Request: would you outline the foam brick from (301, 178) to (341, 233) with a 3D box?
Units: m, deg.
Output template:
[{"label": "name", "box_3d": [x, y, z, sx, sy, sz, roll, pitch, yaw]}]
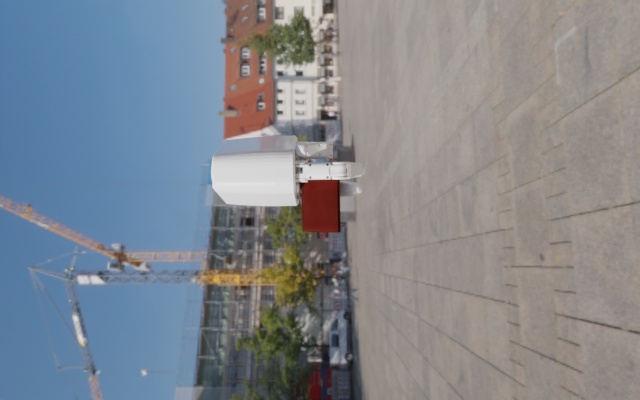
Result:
[{"label": "foam brick", "box_3d": [0.000, 0.002, 0.651, 0.051, 0.078, 0.053, -2, 4, -1]}]
